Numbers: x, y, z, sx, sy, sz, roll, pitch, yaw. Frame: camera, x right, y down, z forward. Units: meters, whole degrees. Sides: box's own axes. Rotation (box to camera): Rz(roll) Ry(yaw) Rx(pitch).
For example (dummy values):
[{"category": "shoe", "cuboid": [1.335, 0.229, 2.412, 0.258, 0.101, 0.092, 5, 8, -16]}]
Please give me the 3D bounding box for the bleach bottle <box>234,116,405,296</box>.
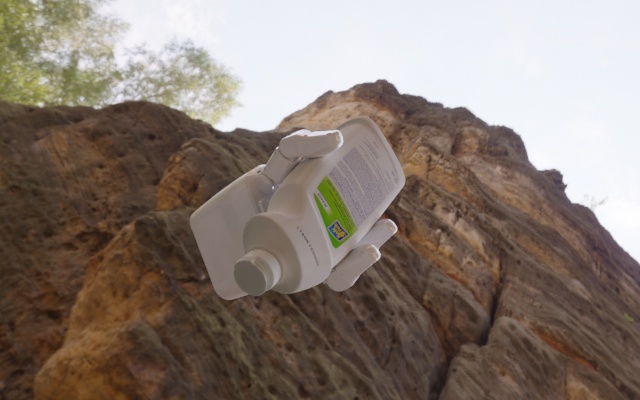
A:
[{"category": "bleach bottle", "cuboid": [0.000, 0.001, 0.441, 0.068, 0.102, 0.250, -29, 6, 35]}]
